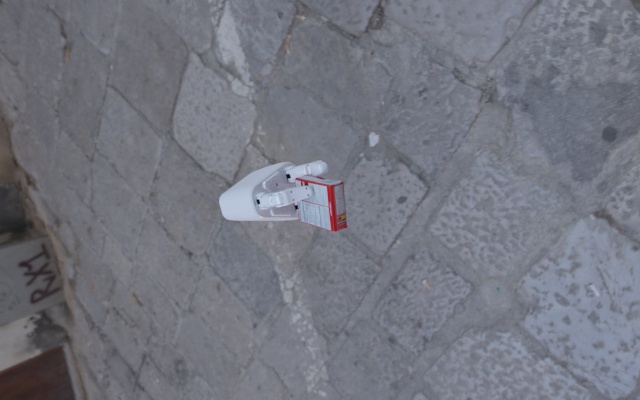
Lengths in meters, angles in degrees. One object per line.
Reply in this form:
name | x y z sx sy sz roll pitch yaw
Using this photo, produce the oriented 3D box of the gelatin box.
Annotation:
gelatin box | 0.000 0.003 0.733 0.030 0.073 0.089 -18 20 -36
